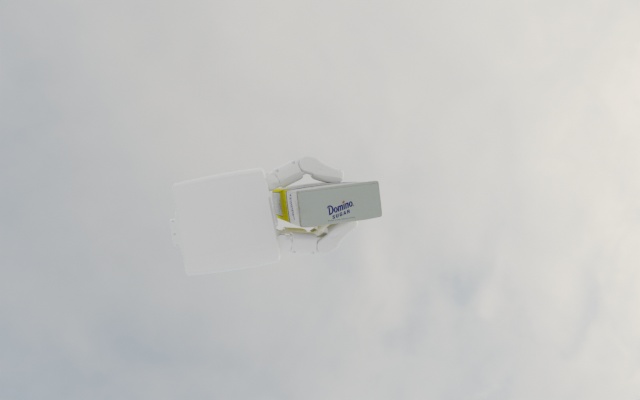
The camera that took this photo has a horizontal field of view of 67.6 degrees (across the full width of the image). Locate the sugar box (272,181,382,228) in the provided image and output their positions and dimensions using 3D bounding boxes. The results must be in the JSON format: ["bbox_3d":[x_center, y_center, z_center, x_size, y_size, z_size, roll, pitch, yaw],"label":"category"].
[{"bbox_3d":[0.000,0.002,0.582,0.093,0.048,0.176,-8,6,-13],"label":"sugar box"}]
